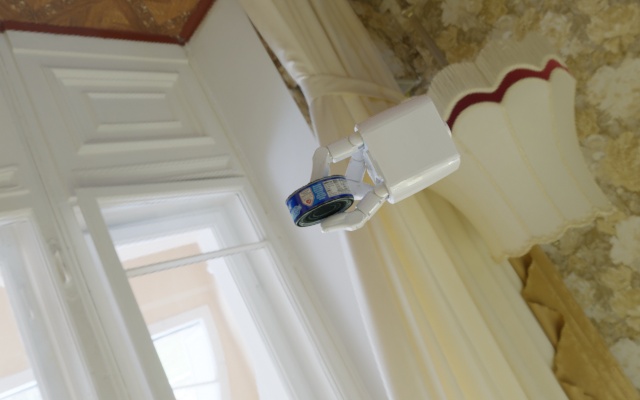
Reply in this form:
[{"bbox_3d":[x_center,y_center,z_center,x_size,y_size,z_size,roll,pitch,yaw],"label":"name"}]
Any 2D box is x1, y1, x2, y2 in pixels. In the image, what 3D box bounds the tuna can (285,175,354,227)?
[{"bbox_3d":[0.000,0.003,0.621,0.086,0.033,0.086,-22,-16,-7],"label":"tuna can"}]
